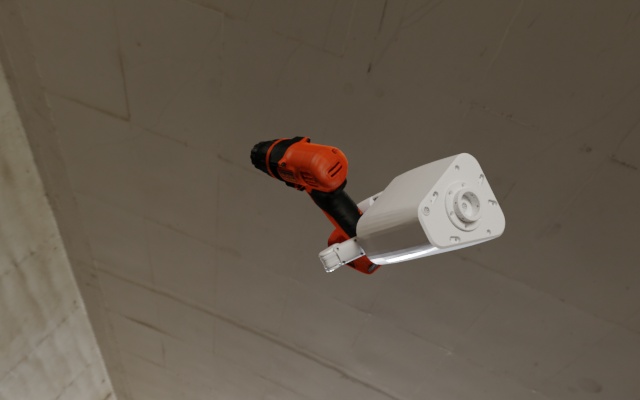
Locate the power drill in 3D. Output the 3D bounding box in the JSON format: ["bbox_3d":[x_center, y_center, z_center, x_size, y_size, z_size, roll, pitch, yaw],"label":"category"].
[{"bbox_3d":[0.001,0.002,0.601,0.057,0.188,0.184,-46,30,-15],"label":"power drill"}]
